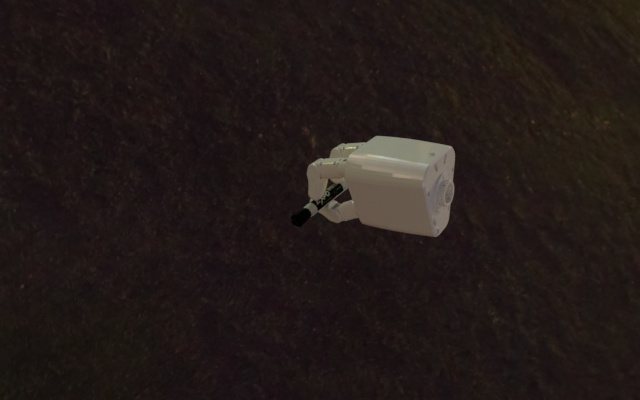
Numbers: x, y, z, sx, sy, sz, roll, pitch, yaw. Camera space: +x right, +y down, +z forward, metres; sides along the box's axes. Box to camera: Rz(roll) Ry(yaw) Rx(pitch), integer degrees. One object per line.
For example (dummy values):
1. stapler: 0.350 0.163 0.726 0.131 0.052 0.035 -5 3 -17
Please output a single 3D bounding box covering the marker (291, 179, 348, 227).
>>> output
1. marker: 0.000 0.002 0.666 0.020 0.020 0.121 0 27 40
